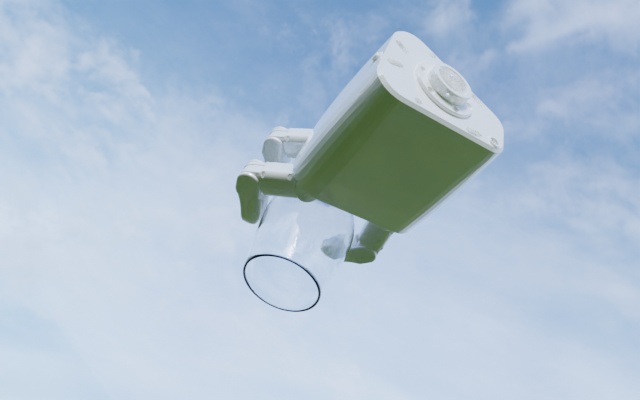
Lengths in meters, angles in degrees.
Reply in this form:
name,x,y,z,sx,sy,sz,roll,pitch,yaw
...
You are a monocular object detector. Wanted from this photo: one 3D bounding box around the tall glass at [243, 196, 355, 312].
name,x,y,z,sx,sy,sz,roll,pitch,yaw
tall glass,0.000,0.001,0.426,0.079,0.079,0.201,0,38,22
